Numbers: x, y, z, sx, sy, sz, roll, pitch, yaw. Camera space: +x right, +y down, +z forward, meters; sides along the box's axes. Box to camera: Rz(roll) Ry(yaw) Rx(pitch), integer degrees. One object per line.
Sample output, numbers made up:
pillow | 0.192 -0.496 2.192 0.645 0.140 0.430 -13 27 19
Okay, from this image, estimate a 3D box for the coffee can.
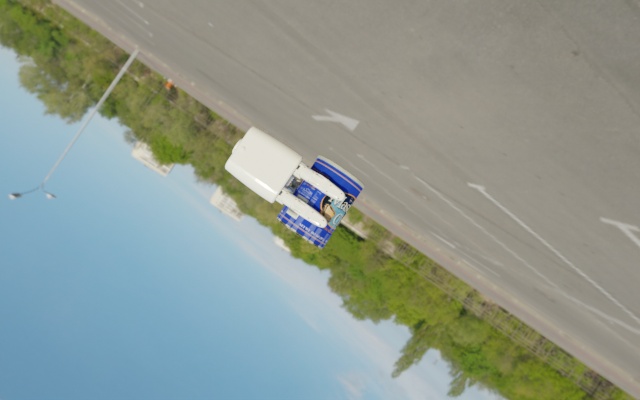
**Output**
coffee can | 0.000 0.003 0.872 0.103 0.140 0.103 34 -1 1
